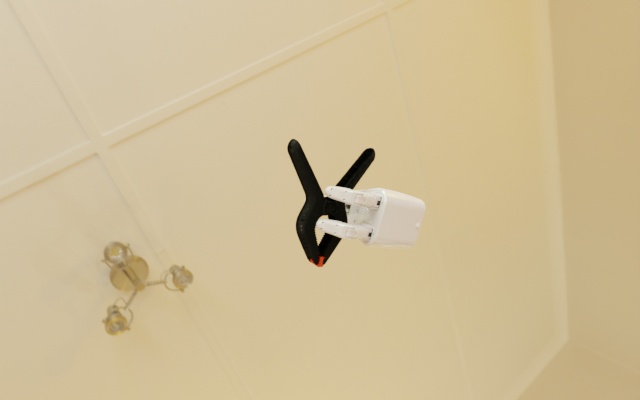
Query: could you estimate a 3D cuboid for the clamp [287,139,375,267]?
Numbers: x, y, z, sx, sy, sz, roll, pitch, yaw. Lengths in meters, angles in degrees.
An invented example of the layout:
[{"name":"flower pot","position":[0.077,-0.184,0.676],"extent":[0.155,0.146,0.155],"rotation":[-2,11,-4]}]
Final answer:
[{"name":"clamp","position":[0.000,0.003,0.768],"extent":[0.164,0.210,0.036],"rotation":[10,8,-35]}]
